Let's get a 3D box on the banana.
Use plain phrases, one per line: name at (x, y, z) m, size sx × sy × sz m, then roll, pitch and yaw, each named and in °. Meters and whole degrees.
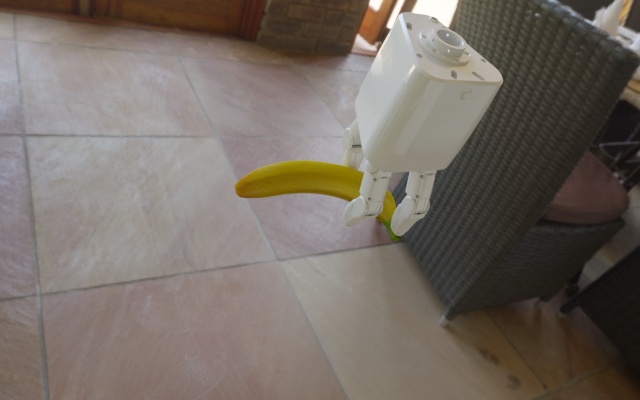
banana at (0.006, -0.013, 0.540) m, size 0.198 × 0.069 × 0.037 m, roll 15°, pitch -35°, yaw -10°
